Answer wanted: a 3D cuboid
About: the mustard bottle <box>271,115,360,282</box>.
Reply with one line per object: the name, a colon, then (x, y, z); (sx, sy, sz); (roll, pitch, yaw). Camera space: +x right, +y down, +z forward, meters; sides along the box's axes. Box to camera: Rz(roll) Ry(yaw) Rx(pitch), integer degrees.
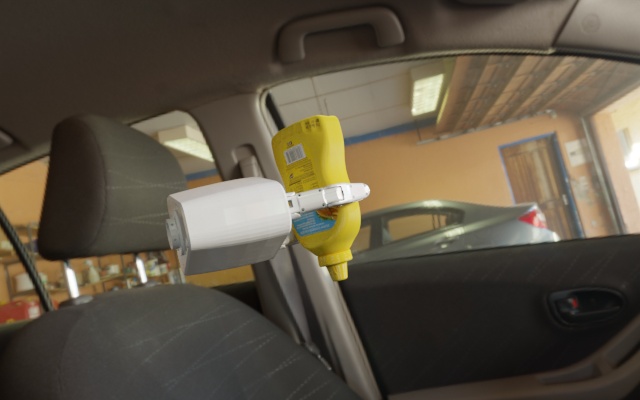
mustard bottle: (0.000, 0.002, 0.574); (0.096, 0.191, 0.058); (-18, -7, 41)
